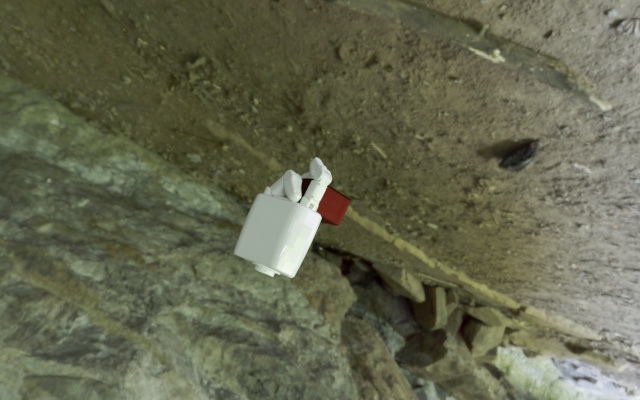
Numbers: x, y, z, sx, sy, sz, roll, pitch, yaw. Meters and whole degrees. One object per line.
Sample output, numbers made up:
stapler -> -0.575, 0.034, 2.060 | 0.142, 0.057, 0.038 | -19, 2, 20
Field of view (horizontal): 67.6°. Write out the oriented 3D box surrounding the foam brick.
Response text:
foam brick -> 0.000, 0.003, 0.797 | 0.078, 0.051, 0.053 | 31, -15, -34
